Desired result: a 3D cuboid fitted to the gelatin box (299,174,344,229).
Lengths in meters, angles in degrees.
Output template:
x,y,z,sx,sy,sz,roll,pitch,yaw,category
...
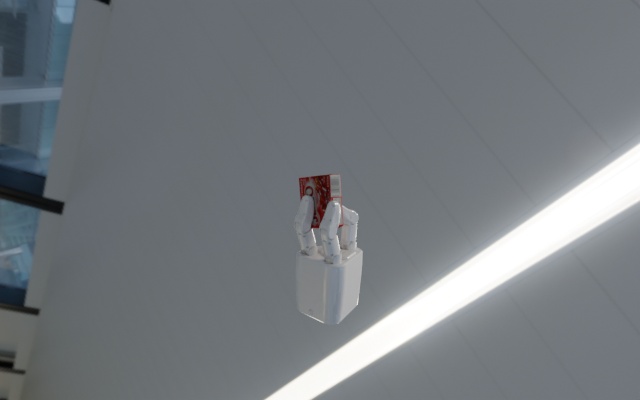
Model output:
x,y,z,sx,sy,sz,roll,pitch,yaw,category
0.000,0.002,0.799,0.073,0.089,0.030,-4,0,44,gelatin box
